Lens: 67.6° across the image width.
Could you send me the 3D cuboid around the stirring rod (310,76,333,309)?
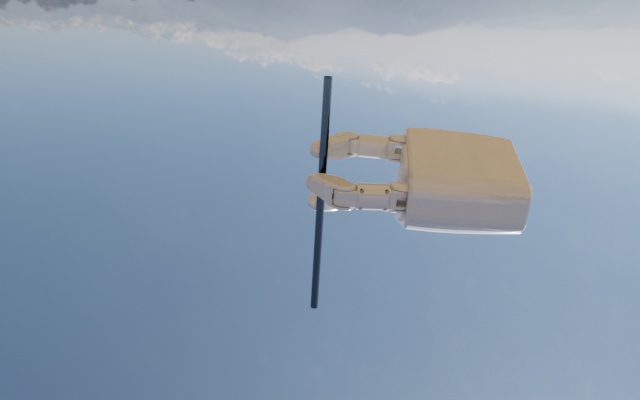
[{"bbox_3d":[0.000,0.001,0.469,0.011,0.240,0.011,3,21,-1],"label":"stirring rod"}]
